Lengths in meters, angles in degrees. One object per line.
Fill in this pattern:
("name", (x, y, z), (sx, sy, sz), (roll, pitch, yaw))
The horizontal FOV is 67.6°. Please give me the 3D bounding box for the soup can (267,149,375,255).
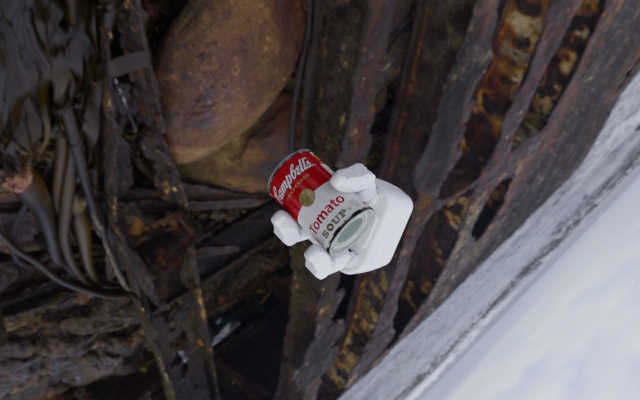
("soup can", (0.000, 0.002, 0.517), (0.102, 0.068, 0.068), (44, 21, 23))
